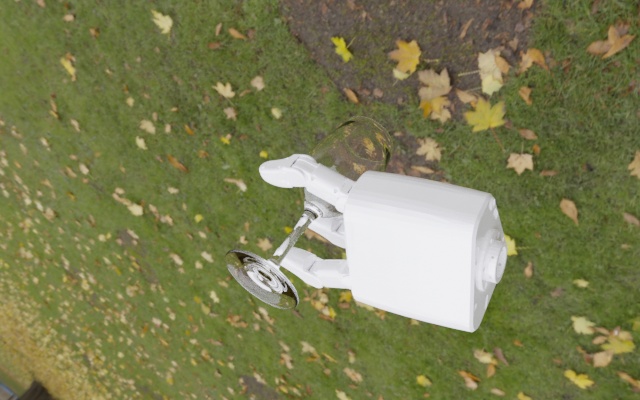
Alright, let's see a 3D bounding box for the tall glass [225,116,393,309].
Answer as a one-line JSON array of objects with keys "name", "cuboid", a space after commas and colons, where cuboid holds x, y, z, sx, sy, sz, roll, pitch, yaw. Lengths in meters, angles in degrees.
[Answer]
[{"name": "tall glass", "cuboid": [0.000, 0.002, 0.456, 0.079, 0.079, 0.201, 0, 42, 42]}]
